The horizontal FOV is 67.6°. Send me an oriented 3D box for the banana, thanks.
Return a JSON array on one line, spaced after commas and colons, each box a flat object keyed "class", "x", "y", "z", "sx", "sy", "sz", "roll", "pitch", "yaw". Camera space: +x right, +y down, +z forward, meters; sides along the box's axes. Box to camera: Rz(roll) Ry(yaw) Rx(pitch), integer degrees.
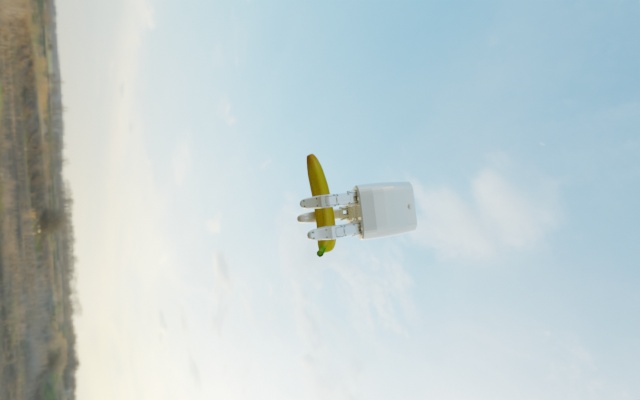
[{"class": "banana", "x": 0.003, "y": 0.012, "z": 0.877, "sx": 0.037, "sy": 0.197, "sz": 0.070, "roll": -10, "pitch": -21, "yaw": 6}]
